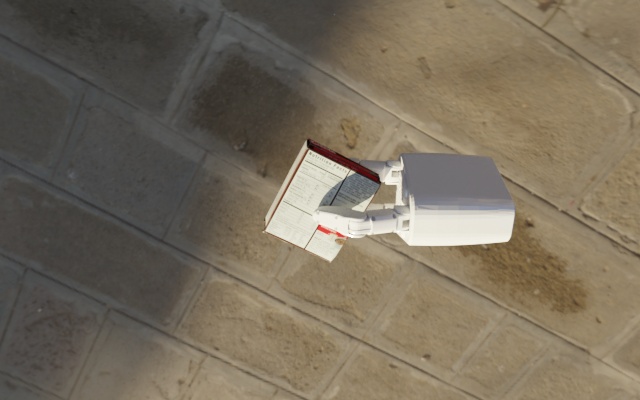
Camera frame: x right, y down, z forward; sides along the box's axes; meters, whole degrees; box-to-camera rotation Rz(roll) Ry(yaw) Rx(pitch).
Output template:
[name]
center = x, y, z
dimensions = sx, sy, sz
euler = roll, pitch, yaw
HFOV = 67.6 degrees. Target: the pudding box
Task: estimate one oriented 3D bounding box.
[pudding box]
center = 0.000, 0.002, 0.523
dimensions = 0.090, 0.113, 0.039
euler = 26, 19, -11
